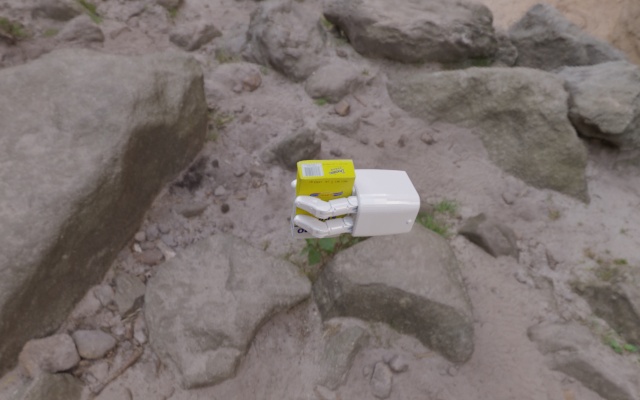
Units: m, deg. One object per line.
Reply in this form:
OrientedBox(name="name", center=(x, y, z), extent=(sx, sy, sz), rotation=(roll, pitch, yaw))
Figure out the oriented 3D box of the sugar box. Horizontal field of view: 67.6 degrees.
OrientedBox(name="sugar box", center=(0.000, 0.003, 0.834), extent=(0.093, 0.048, 0.176), rotation=(-2, -39, -9))
